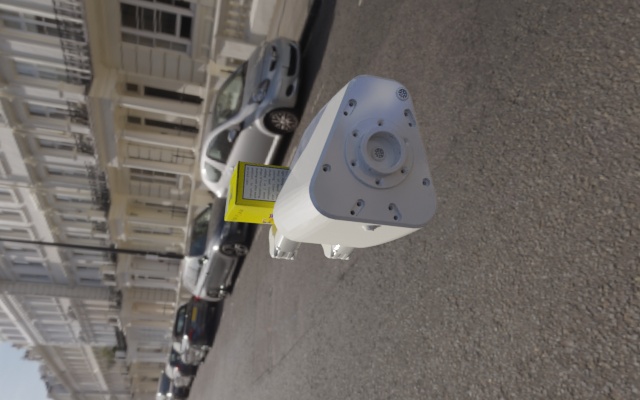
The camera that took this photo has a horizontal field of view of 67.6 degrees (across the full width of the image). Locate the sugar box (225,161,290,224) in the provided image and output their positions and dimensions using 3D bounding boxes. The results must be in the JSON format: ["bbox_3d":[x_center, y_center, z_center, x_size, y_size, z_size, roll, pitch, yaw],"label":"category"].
[{"bbox_3d":[0.000,0.002,0.467,0.176,0.048,0.093,8,-13,-15],"label":"sugar box"}]
